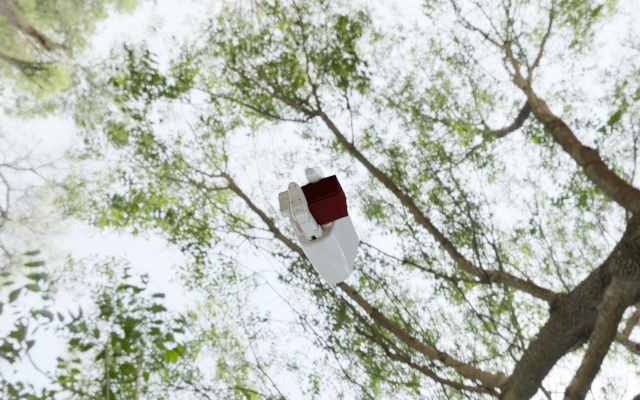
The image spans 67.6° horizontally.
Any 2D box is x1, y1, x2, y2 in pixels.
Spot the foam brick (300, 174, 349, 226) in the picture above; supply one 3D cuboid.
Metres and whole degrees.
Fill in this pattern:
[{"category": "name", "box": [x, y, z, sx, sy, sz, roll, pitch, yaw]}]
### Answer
[{"category": "foam brick", "box": [0.000, 0.002, 0.761, 0.078, 0.051, 0.053, -19, 36, 13]}]
